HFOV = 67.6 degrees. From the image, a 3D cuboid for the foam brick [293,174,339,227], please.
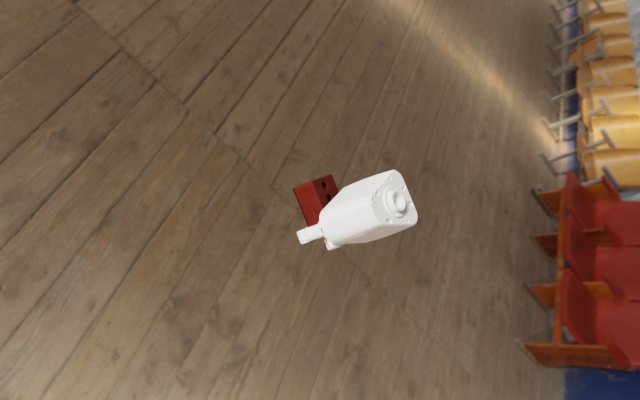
[{"bbox_3d":[0.000,0.002,0.799,0.053,0.078,0.051,-22,-1,-45],"label":"foam brick"}]
